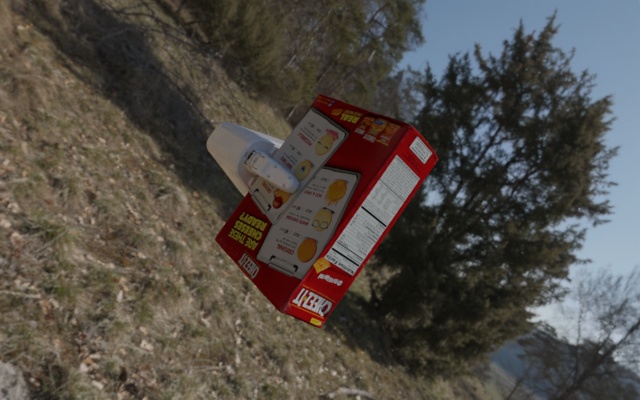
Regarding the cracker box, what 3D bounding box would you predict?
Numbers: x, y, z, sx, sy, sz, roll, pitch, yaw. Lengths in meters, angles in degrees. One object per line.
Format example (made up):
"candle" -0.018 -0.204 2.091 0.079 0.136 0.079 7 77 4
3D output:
"cracker box" 0.000 0.001 0.518 0.072 0.213 0.164 36 -2 -40
